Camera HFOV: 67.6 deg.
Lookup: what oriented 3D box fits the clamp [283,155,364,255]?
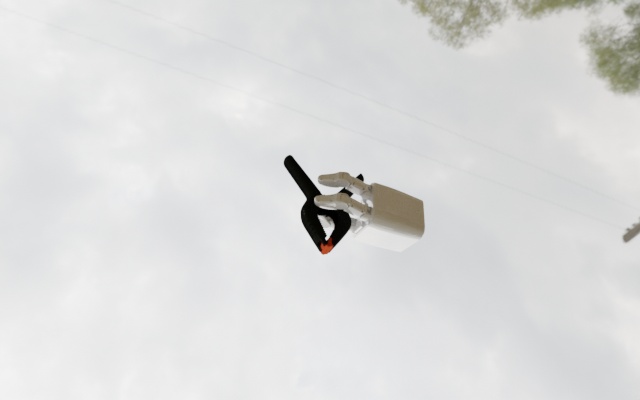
[{"bbox_3d":[0.000,0.004,0.871,0.164,0.209,0.036,18,-44,-11],"label":"clamp"}]
